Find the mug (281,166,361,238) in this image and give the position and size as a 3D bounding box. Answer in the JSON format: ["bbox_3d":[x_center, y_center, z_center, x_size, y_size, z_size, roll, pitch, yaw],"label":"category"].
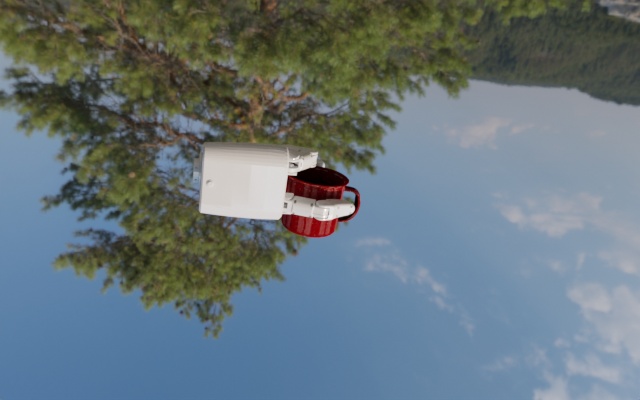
[{"bbox_3d":[0.001,0.003,0.691,0.117,0.081,0.093,5,21,-14],"label":"mug"}]
